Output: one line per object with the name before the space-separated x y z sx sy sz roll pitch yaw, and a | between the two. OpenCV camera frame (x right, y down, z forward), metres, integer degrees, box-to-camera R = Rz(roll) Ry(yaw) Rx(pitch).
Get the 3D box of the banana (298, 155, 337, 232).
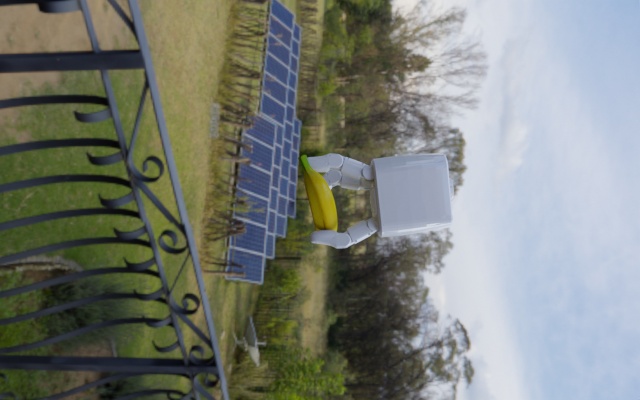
banana | 0.004 0.015 0.719 0.037 0.069 0.198 -14 -36 -2
